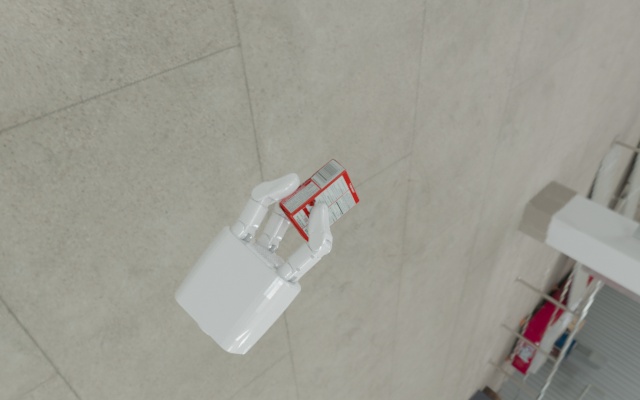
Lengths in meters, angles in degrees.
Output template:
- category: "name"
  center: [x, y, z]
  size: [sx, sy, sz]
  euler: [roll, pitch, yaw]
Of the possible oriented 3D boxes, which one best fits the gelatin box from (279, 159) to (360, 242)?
- category: "gelatin box"
  center: [0.001, 0.002, 0.591]
  size: [0.030, 0.089, 0.073]
  euler: [45, -8, 36]
